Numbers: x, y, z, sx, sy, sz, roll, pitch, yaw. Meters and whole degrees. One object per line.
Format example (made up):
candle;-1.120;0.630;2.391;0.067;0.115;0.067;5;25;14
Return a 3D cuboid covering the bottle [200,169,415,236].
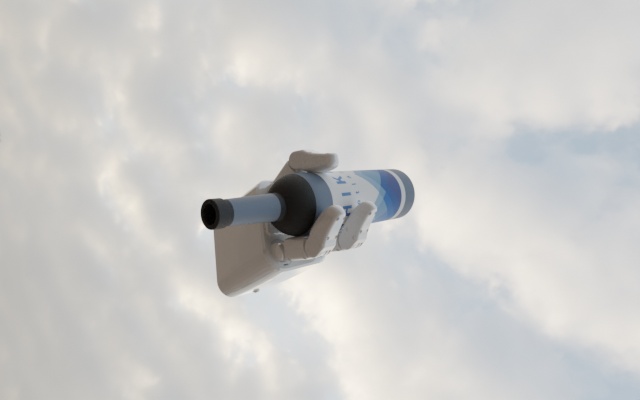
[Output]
bottle;0.000;0.002;0.524;0.069;0.069;0.295;0;4;41
